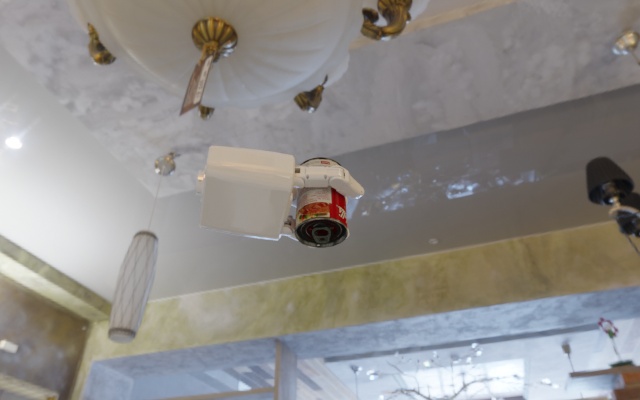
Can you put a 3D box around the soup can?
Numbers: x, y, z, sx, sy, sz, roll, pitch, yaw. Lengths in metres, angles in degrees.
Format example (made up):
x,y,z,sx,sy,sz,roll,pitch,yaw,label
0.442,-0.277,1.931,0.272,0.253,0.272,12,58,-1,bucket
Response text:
x,y,z,sx,sy,sz,roll,pitch,yaw,label
0.001,0.002,0.633,0.068,0.102,0.069,-1,-37,-1,soup can
